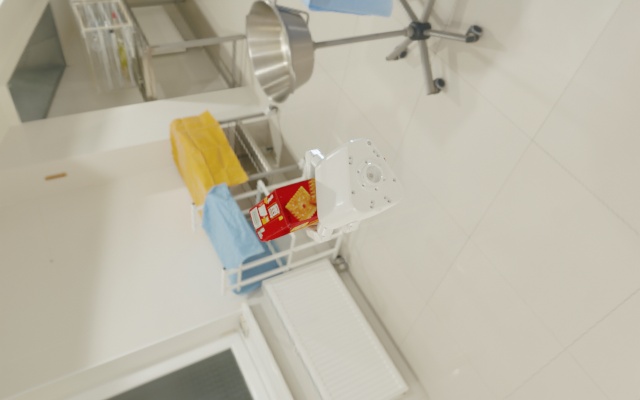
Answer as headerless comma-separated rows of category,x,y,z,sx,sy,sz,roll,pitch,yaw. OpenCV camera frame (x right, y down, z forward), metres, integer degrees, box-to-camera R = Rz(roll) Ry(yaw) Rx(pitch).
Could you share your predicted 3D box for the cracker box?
cracker box,0.000,0.003,0.844,0.213,0.072,0.164,-16,-6,-26
